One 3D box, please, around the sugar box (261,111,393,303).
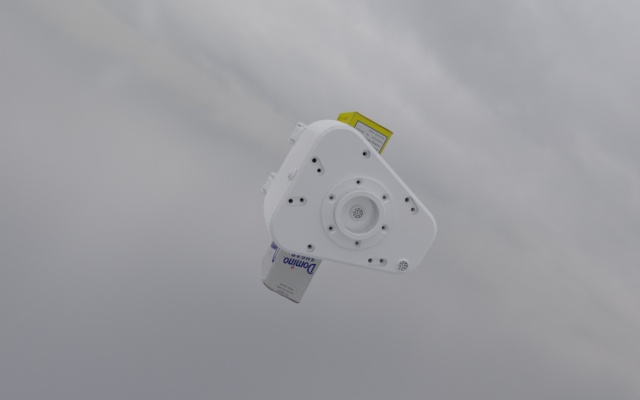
[{"bbox_3d":[0.000,0.001,0.462,0.048,0.176,0.093,30,4,-10],"label":"sugar box"}]
